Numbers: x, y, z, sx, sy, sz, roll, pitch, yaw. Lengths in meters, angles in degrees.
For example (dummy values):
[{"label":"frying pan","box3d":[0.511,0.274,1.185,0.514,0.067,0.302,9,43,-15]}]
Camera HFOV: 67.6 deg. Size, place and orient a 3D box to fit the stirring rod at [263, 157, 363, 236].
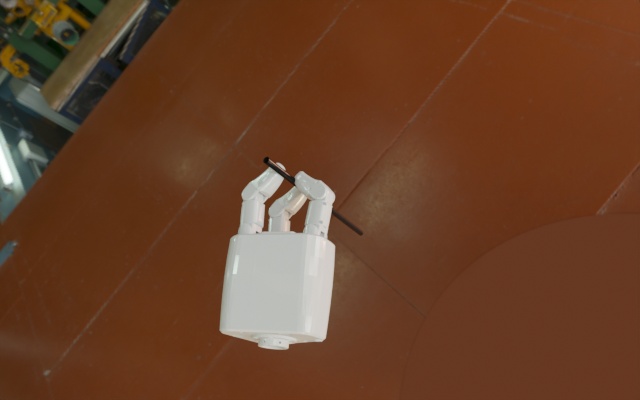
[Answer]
[{"label":"stirring rod","box3d":[0.000,0.002,0.621,0.011,0.011,0.240,0,-23,33]}]
